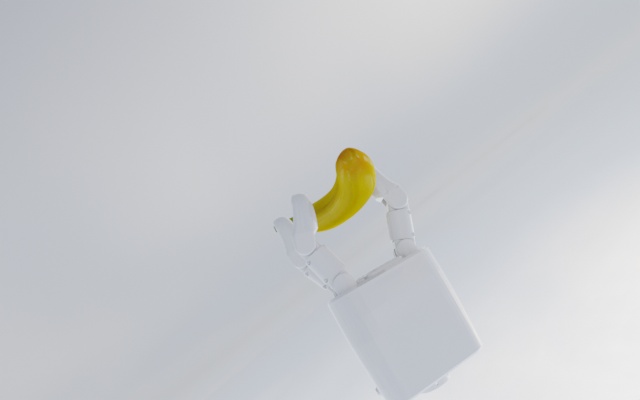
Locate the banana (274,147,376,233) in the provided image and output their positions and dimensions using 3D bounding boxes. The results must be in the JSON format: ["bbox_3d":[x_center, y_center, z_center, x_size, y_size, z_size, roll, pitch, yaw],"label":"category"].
[{"bbox_3d":[0.015,-0.001,0.475,0.069,0.037,0.198,-14,-16,-28],"label":"banana"}]
